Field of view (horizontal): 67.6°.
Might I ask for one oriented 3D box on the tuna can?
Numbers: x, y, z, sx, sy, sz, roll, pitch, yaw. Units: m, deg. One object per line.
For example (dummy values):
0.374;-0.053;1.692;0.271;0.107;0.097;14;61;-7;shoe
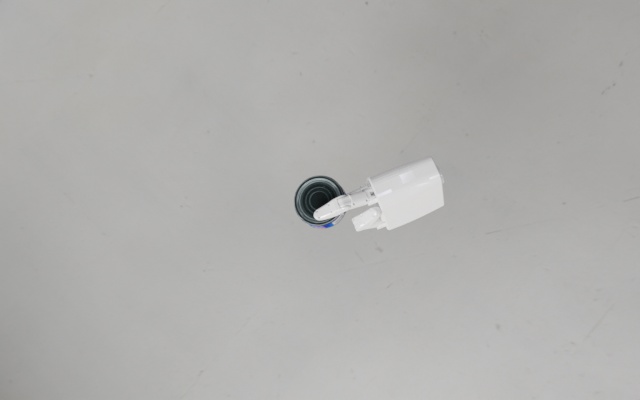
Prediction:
0.000;0.002;0.785;0.086;0.086;0.034;0;-10;11;tuna can
